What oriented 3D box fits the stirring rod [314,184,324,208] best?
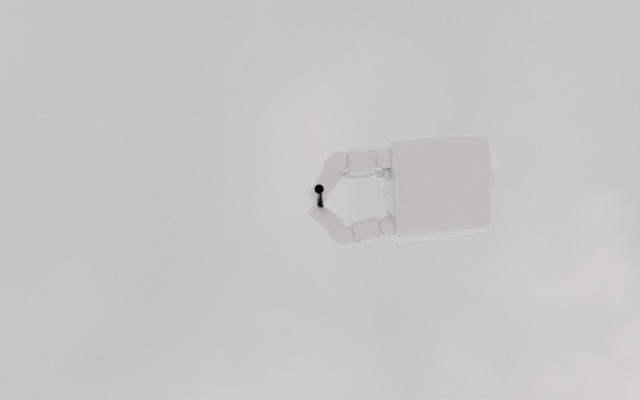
[{"bbox_3d":[0.000,0.002,0.506,0.011,0.011,0.239,0,-5,1],"label":"stirring rod"}]
